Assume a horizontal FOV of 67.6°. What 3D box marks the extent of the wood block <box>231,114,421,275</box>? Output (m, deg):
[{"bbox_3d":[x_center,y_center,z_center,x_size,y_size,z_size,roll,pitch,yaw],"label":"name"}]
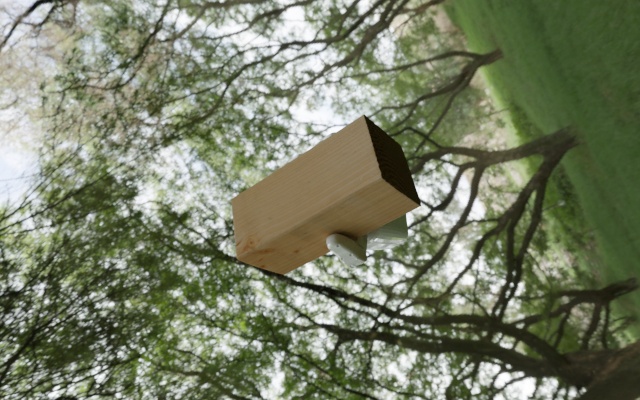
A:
[{"bbox_3d":[0.000,0.002,0.569,0.206,0.090,0.090,-30,-36,26],"label":"wood block"}]
